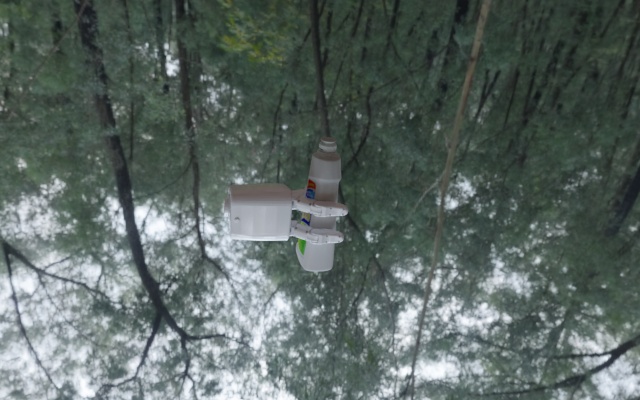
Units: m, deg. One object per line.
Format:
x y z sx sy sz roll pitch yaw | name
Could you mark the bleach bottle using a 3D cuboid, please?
0.000 0.003 0.892 0.068 0.251 0.102 0 25 -13 | bleach bottle
